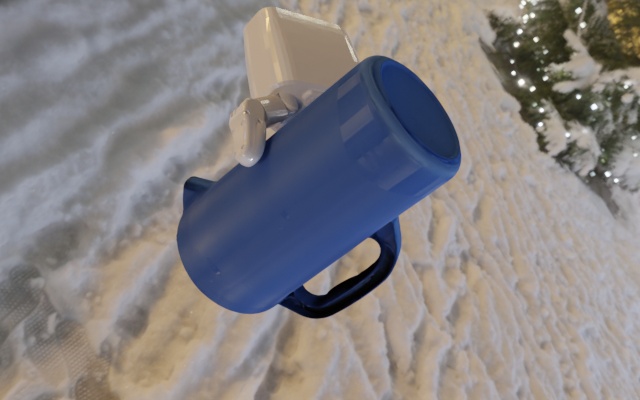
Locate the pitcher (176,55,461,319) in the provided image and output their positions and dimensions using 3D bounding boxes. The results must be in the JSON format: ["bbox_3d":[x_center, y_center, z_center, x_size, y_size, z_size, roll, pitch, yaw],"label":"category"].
[{"bbox_3d":[0.000,0.001,0.413,0.149,0.145,0.243,16,-41,-41],"label":"pitcher"}]
